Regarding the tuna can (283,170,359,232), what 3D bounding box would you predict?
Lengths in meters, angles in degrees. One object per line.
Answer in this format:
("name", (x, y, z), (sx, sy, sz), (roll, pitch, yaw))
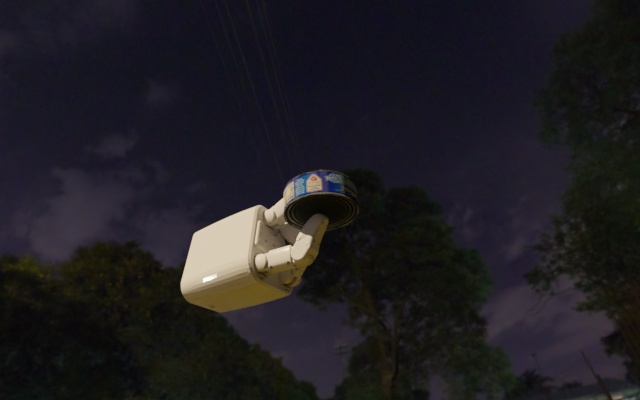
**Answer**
("tuna can", (0.000, 0.001, 0.547), (0.086, 0.033, 0.086), (-3, -31, -2))
